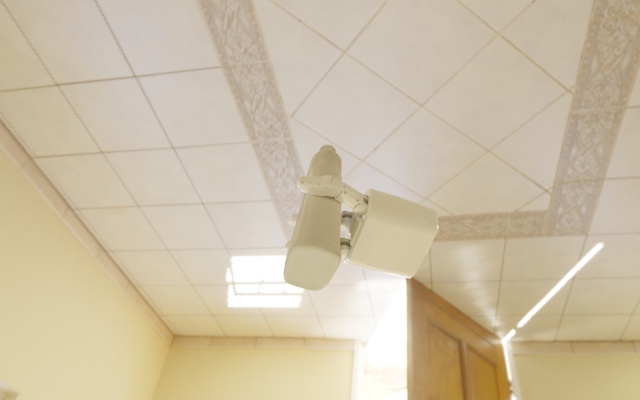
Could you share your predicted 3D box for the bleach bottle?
[{"bbox_3d":[0.000,0.002,0.704,0.068,0.250,0.103,16,-44,-7],"label":"bleach bottle"}]
